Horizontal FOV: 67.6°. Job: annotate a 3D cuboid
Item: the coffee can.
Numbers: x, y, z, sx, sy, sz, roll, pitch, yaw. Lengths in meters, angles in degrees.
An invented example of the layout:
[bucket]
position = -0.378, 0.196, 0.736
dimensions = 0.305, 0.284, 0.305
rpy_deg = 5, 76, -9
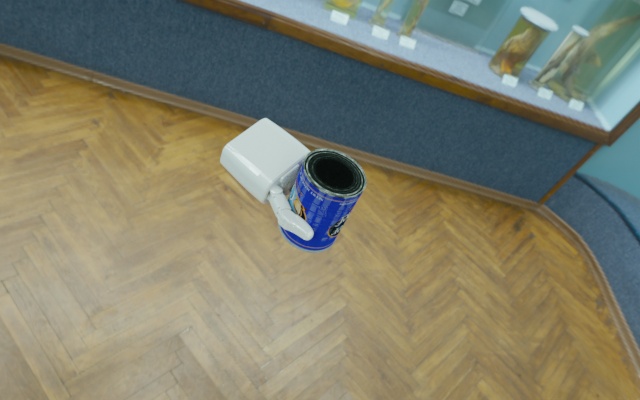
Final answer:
[coffee can]
position = 0.000, 0.003, 0.764
dimensions = 0.103, 0.102, 0.140
rpy_deg = 0, -41, -25
